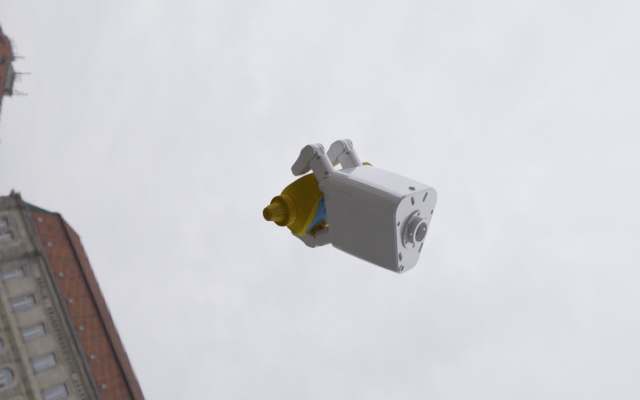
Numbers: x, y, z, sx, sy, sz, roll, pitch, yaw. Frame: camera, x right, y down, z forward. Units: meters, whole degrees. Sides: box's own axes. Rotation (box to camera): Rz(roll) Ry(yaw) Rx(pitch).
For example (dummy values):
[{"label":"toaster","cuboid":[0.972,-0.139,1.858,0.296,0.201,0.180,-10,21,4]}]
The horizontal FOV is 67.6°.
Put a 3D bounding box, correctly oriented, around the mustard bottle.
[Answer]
[{"label":"mustard bottle","cuboid":[0.000,0.002,0.656,0.191,0.096,0.058,-14,50,-45]}]
